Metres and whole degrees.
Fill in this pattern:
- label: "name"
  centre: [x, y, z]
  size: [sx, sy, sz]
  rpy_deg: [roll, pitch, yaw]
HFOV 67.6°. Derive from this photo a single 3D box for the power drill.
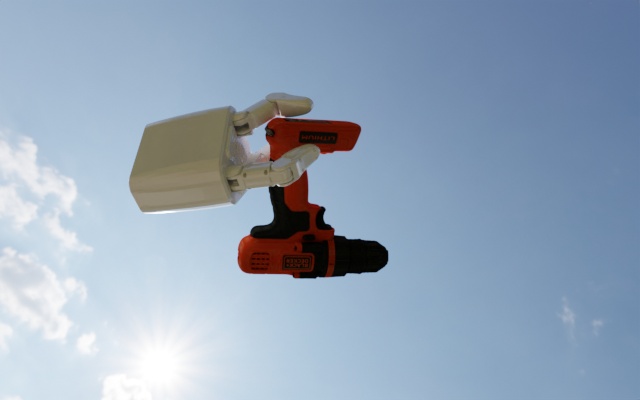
- label: "power drill"
  centre: [0.000, 0.001, 0.555]
  size: [0.184, 0.188, 0.057]
  rpy_deg: [2, 14, -15]
